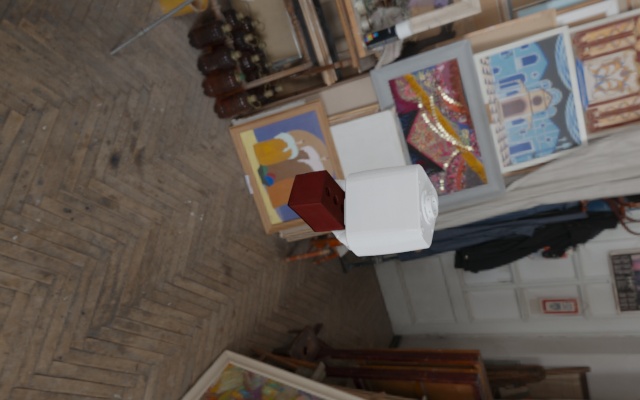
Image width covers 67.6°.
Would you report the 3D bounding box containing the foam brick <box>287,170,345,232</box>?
[{"bbox_3d":[0.000,0.002,0.661,0.051,0.053,0.078,-7,-35,30],"label":"foam brick"}]
